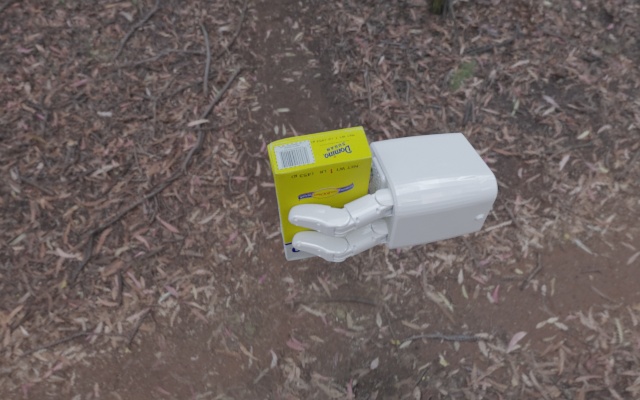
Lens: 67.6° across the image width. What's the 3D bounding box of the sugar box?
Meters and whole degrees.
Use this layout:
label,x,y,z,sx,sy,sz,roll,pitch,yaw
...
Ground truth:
label,x,y,z,sx,sy,sz,roll,pitch,yaw
sugar box,0.000,0.002,0.508,0.093,0.048,0.176,-10,-35,-5
